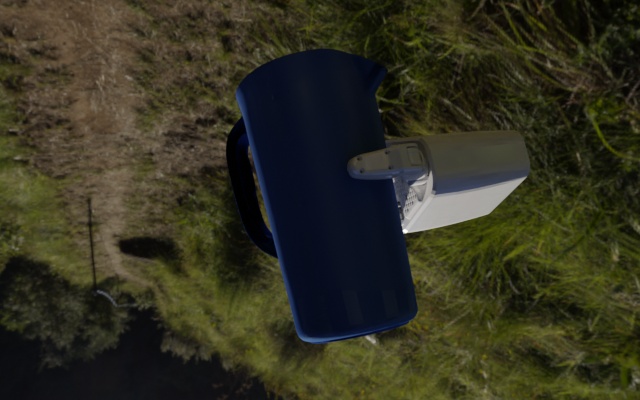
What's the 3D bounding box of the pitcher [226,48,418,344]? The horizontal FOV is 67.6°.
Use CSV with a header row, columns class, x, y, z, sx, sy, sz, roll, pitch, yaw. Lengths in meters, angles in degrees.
class,x,y,z,sx,sy,sz,roll,pitch,yaw
pitcher,0.000,0.001,0.445,0.145,0.242,0.149,-9,-11,-16
